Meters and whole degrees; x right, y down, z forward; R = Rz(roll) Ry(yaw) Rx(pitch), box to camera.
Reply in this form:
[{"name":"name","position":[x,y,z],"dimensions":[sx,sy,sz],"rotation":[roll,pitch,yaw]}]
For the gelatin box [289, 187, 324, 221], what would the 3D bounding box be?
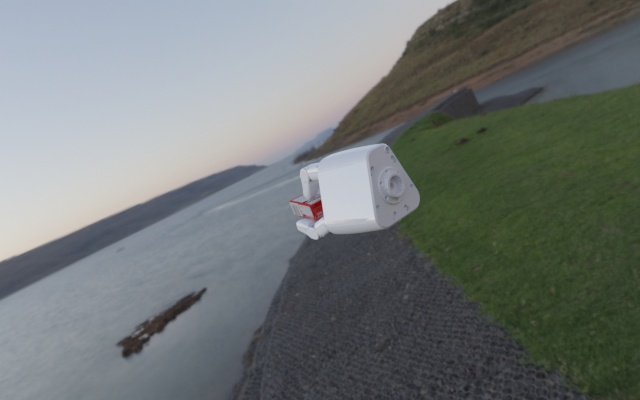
[{"name":"gelatin box","position":[0.000,0.002,0.787],"dimensions":[0.073,0.030,0.089],"rotation":[-26,15,-22]}]
